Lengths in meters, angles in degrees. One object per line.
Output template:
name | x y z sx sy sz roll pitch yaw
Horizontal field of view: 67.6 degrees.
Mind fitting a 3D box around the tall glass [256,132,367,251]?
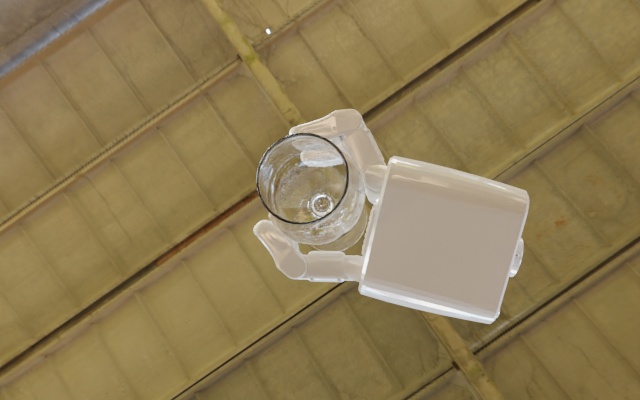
tall glass | 0.000 0.001 0.407 0.079 0.079 0.201 0 -9 7
